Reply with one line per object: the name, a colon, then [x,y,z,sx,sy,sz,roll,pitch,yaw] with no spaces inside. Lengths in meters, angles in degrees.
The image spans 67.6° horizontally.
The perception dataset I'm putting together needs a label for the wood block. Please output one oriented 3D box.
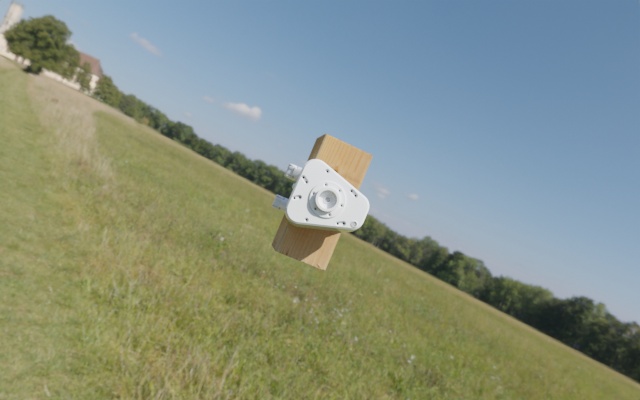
wood block: [0.001,0.003,0.815,0.091,0.206,0.090,24,-3,-10]
